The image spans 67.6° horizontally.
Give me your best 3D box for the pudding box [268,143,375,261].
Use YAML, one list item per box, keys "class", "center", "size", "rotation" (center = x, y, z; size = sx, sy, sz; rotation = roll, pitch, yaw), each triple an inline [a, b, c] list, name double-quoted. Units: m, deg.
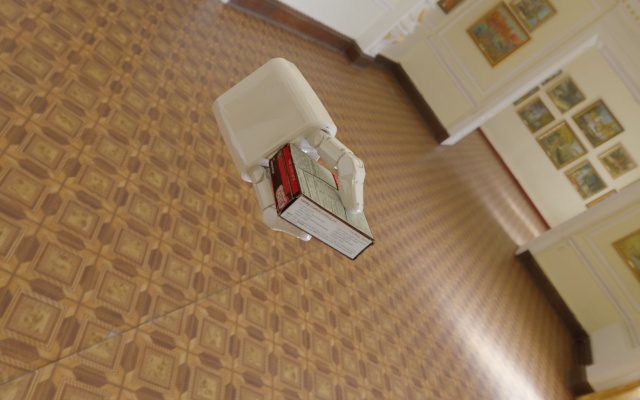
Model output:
- class: "pudding box"
  center: [0.000, 0.001, 0.502]
  size: [0.113, 0.090, 0.039]
  rotation: [32, -63, -33]
